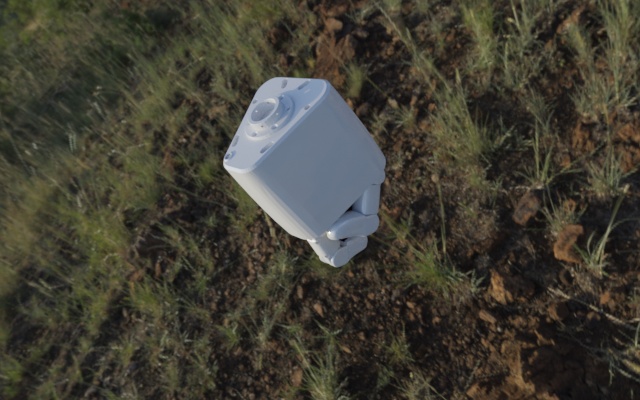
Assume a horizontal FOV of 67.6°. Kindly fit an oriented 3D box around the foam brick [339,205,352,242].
[{"bbox_3d":[0.000,0.002,0.512,0.078,0.053,0.051,17,-22,44],"label":"foam brick"}]
